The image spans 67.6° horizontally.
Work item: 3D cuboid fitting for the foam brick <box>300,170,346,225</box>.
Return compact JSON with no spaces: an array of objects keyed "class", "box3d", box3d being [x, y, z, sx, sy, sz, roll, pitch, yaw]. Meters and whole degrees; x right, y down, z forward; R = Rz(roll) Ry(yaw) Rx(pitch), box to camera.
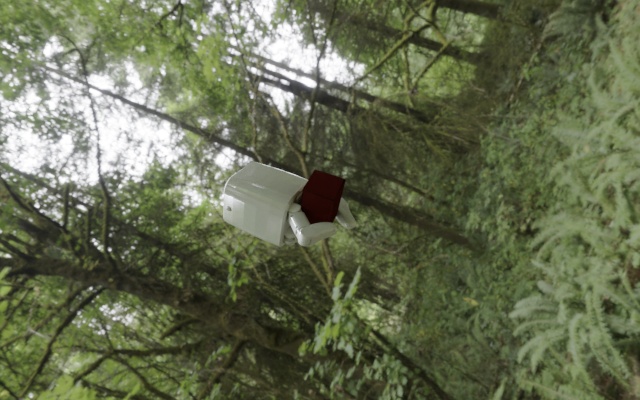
[{"class":"foam brick","box3d":[0.000,0.002,0.728,0.051,0.078,0.053,21,44,9]}]
